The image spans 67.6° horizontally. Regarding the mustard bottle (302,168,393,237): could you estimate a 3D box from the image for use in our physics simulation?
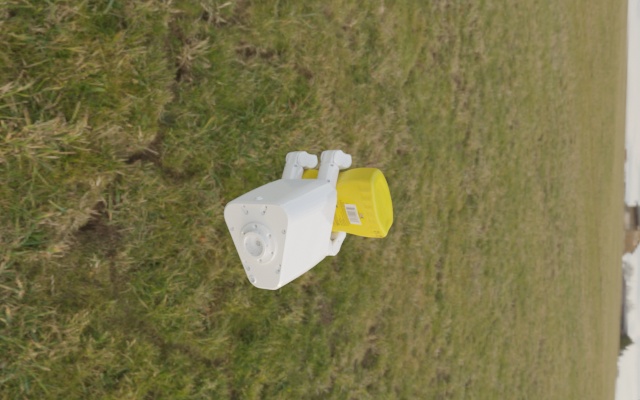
[{"bbox_3d":[0.000,0.002,0.670,0.191,0.096,0.058,1,38,29],"label":"mustard bottle"}]
